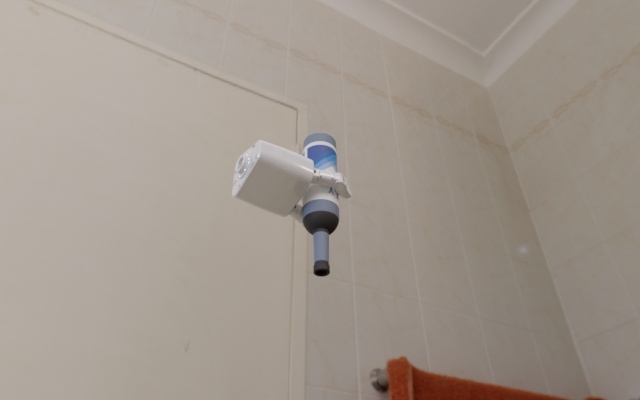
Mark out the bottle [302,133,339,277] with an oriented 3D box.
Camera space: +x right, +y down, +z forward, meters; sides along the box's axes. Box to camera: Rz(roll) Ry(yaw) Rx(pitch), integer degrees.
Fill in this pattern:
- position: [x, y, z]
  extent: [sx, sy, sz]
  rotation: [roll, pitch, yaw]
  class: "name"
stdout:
- position: [0.000, 0.003, 0.875]
  extent: [0.069, 0.295, 0.069]
  rotation: [-1, -38, 0]
  class: "bottle"
